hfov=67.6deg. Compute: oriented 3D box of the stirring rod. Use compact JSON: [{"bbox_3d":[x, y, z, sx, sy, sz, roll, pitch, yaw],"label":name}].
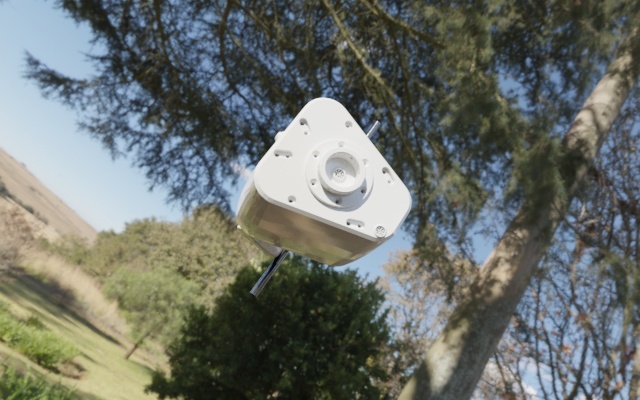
[{"bbox_3d":[0.000,0.002,0.511,0.011,0.239,0.011,31,-21,13],"label":"stirring rod"}]
